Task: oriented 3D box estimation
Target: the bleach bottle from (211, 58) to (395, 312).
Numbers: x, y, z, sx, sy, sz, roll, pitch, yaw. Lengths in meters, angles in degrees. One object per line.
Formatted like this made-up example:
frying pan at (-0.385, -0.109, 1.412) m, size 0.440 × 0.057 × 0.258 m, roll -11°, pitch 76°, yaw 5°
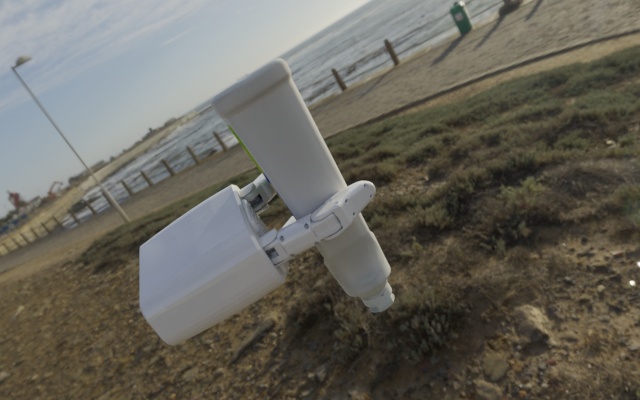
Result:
bleach bottle at (0.000, 0.001, 0.428) m, size 0.068 × 0.251 × 0.102 m, roll -32°, pitch 17°, yaw -1°
